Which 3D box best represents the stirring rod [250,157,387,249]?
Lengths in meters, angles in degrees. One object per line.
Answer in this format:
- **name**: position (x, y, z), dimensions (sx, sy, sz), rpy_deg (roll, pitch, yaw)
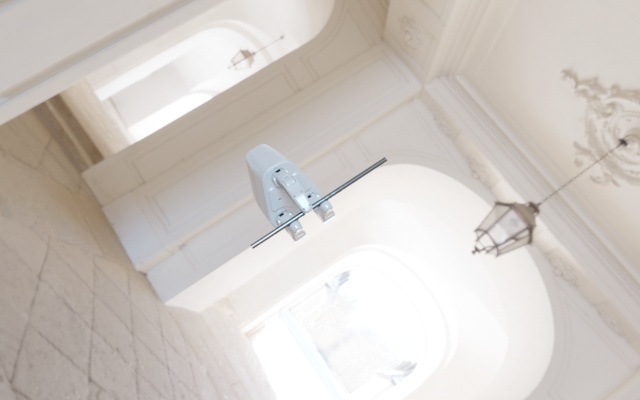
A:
- **stirring rod**: position (0.000, 0.002, 0.705), dimensions (0.239, 0.011, 0.011), rpy_deg (-33, 6, -10)
